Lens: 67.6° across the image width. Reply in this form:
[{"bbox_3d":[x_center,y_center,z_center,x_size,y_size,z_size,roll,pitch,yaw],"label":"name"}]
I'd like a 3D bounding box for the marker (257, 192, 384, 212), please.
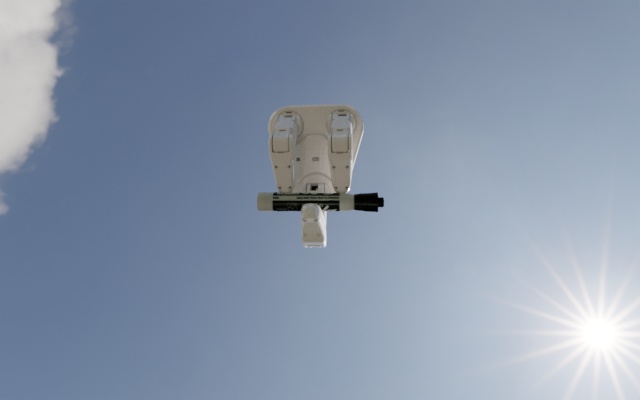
[{"bbox_3d":[0.000,0.001,0.459,0.121,0.020,0.020,0,0,4],"label":"marker"}]
